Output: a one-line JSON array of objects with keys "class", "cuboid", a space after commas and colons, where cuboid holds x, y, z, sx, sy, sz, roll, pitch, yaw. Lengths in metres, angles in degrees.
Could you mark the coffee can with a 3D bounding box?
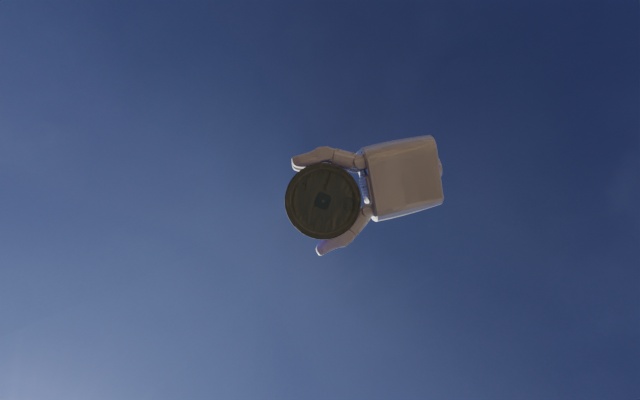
[{"class": "coffee can", "cuboid": [0.000, 0.002, 0.703, 0.103, 0.103, 0.140, 0, -1, -3]}]
